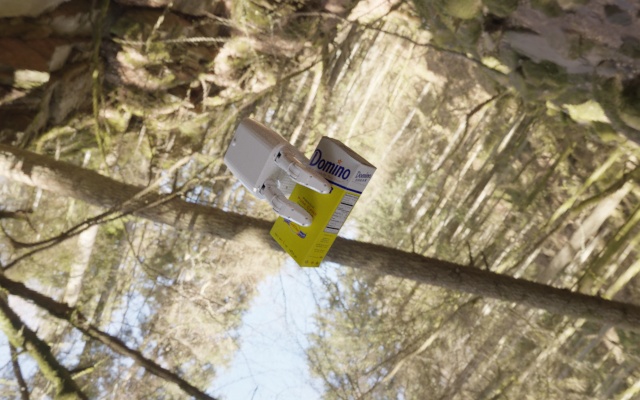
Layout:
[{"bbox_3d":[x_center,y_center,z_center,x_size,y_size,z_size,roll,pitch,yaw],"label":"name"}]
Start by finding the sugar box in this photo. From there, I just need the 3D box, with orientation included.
[{"bbox_3d":[0.000,0.002,0.700,0.048,0.176,0.093,10,23,-46],"label":"sugar box"}]
